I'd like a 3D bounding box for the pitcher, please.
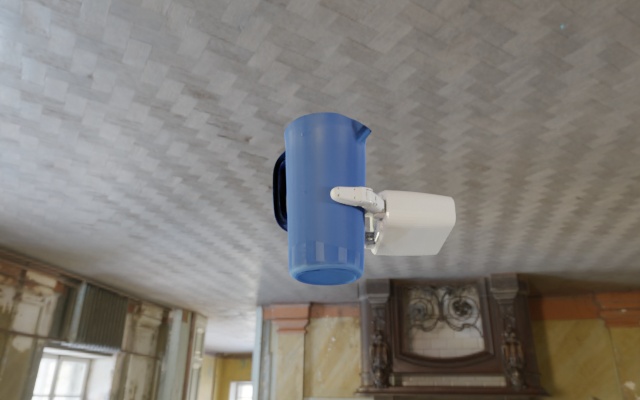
[{"bbox_3d":[0.000,0.002,0.732,0.145,0.242,0.149,4,-23,-8],"label":"pitcher"}]
